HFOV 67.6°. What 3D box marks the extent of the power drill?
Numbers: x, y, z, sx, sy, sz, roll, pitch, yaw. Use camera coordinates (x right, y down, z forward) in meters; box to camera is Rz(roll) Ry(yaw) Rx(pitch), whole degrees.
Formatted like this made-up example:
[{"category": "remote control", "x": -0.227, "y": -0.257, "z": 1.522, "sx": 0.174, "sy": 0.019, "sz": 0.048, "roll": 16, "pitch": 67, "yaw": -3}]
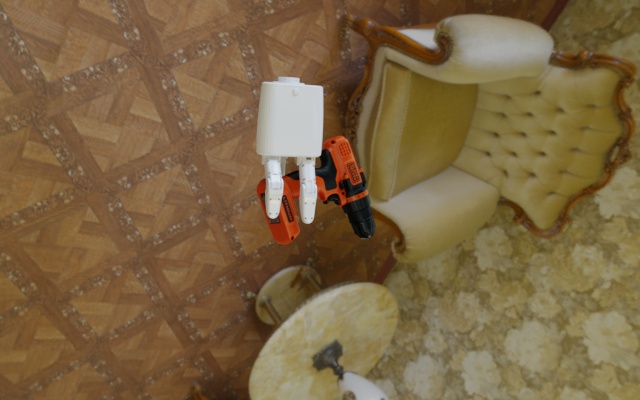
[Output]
[{"category": "power drill", "x": 0.000, "y": 0.002, "z": 0.785, "sx": 0.187, "sy": 0.184, "sz": 0.057, "roll": -25, "pitch": 7, "yaw": -35}]
